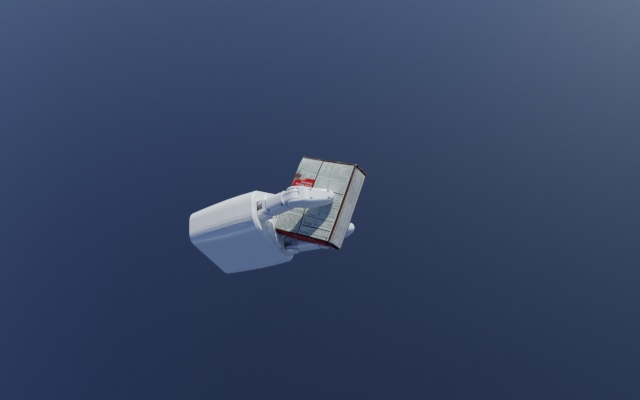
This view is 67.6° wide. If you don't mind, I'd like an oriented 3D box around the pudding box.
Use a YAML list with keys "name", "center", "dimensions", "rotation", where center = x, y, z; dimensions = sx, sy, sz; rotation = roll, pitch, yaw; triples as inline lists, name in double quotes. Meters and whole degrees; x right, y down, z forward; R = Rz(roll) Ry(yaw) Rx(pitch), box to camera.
- name: "pudding box"
  center: [0.000, 0.002, 0.637]
  dimensions: [0.090, 0.113, 0.039]
  rotation: [12, -14, 32]
